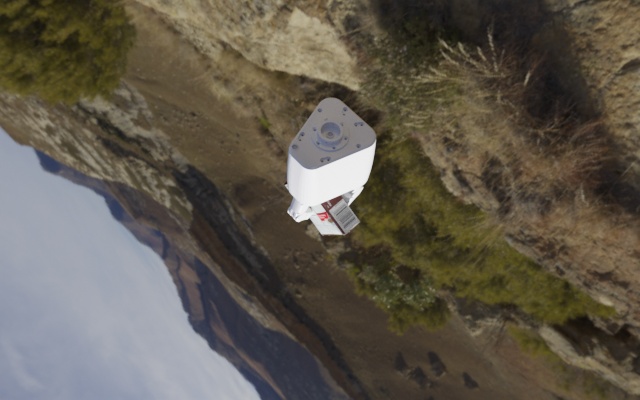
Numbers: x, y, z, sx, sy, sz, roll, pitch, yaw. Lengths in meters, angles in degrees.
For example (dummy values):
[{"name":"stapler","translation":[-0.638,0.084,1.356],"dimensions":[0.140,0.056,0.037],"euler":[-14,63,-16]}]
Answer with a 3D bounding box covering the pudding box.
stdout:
[{"name":"pudding box","translation":[0.000,0.003,0.755],"dimensions":[0.039,0.113,0.090],"euler":[-39,11,-19]}]
